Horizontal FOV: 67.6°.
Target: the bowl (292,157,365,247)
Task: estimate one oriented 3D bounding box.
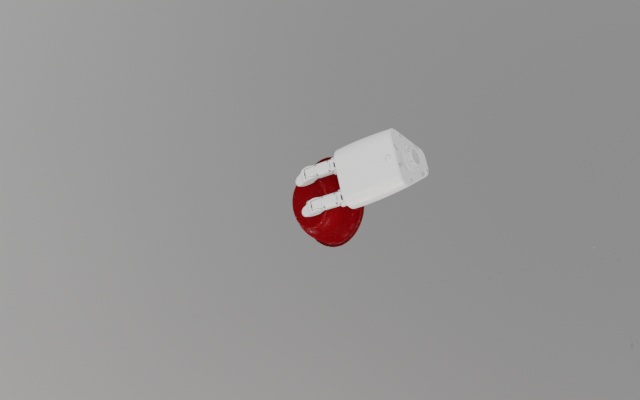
[{"bbox_3d":[-0.001,0.003,0.838,0.055,0.162,0.162,-1,0,-43],"label":"bowl"}]
